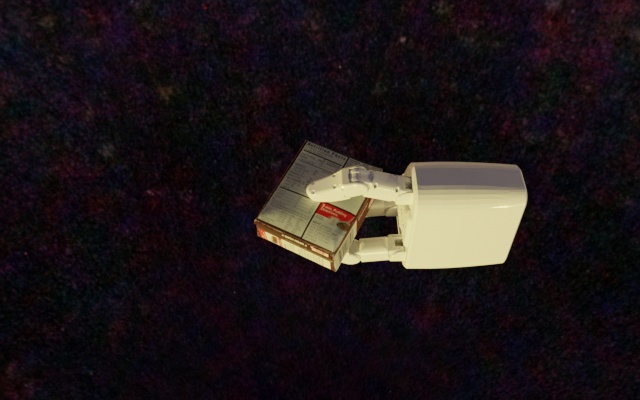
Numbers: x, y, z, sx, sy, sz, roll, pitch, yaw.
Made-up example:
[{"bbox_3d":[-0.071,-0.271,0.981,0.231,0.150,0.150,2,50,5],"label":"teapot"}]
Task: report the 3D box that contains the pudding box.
[{"bbox_3d":[0.000,0.002,0.483,0.090,0.113,0.039,23,-29,16],"label":"pudding box"}]
